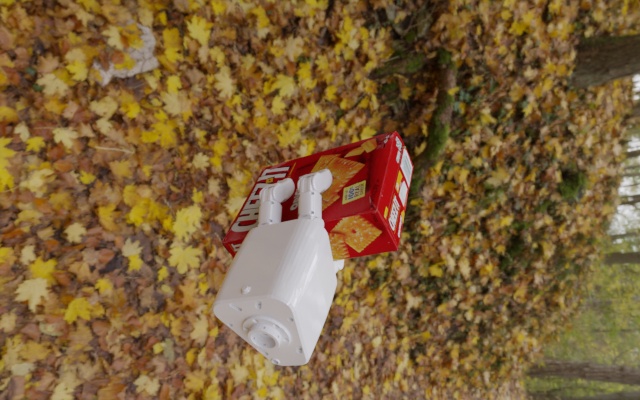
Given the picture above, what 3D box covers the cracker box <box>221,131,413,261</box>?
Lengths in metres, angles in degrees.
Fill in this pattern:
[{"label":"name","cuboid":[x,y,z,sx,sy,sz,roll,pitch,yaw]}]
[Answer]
[{"label":"cracker box","cuboid":[0.000,0.002,0.610,0.214,0.072,0.164,-12,34,27]}]
